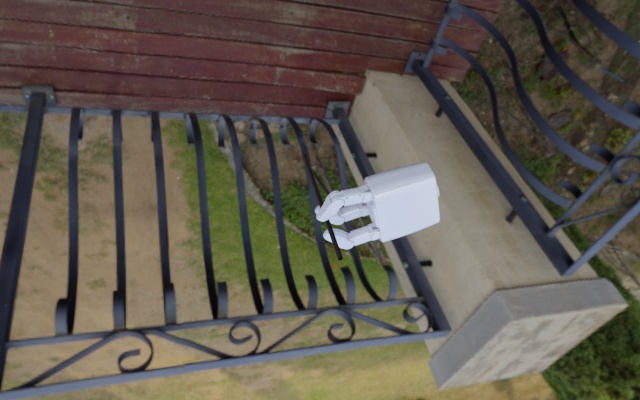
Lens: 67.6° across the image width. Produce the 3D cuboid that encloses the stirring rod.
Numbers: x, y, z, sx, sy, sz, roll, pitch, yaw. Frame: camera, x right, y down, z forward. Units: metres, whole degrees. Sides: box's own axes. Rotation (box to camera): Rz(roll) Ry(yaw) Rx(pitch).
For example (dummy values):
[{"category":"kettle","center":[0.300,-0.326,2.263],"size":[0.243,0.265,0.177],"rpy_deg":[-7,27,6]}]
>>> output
[{"category":"stirring rod","center":[0.000,0.003,0.811],"size":[0.011,0.239,0.011],"rpy_deg":[-11,-40,-10]}]
